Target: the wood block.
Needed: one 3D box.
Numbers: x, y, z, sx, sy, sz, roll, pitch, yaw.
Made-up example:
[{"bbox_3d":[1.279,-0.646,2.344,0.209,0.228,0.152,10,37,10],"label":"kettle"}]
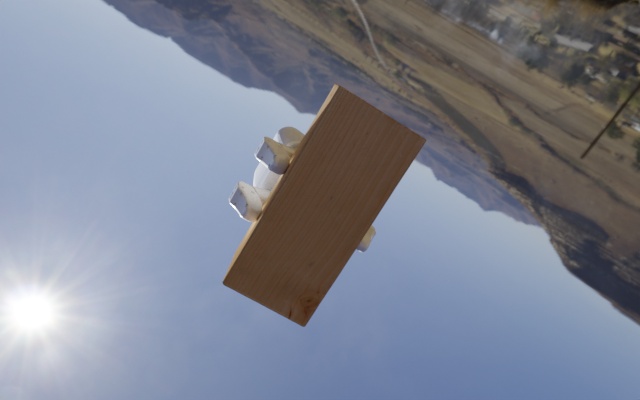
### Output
[{"bbox_3d":[0.000,0.002,0.462,0.091,0.206,0.090,30,12,-8],"label":"wood block"}]
